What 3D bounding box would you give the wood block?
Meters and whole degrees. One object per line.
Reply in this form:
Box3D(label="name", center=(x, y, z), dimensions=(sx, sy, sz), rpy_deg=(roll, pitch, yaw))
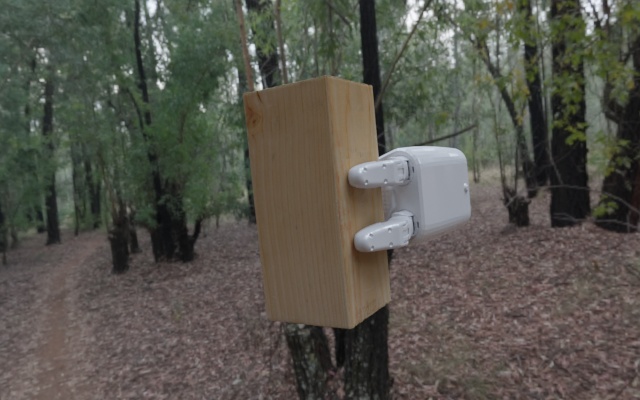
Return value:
Box3D(label="wood block", center=(0.000, 0.001, 0.442), dimensions=(0.091, 0.206, 0.090), rpy_deg=(-3, 5, 32))
